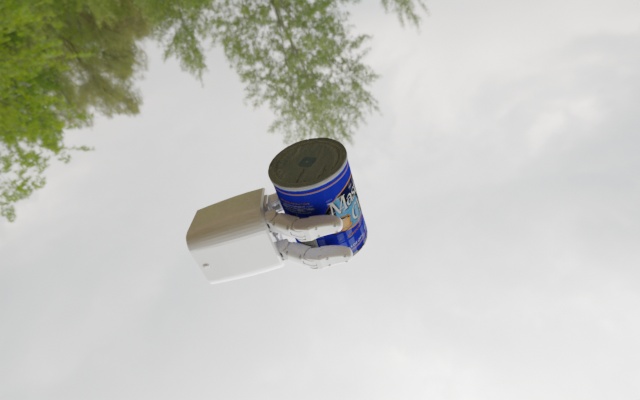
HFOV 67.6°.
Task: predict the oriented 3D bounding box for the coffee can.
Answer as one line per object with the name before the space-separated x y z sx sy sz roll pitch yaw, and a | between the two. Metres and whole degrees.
coffee can | 0.000 0.002 0.639 0.103 0.140 0.102 -11 39 9
